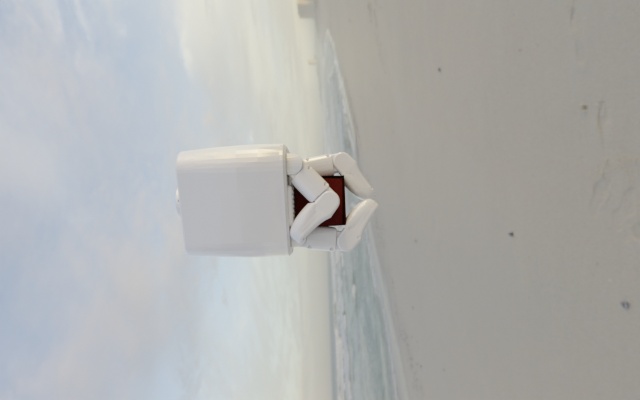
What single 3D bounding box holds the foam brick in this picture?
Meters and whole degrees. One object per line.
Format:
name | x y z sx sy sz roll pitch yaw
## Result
foam brick | 0.000 0.002 0.516 0.051 0.053 0.078 -2 -3 1
